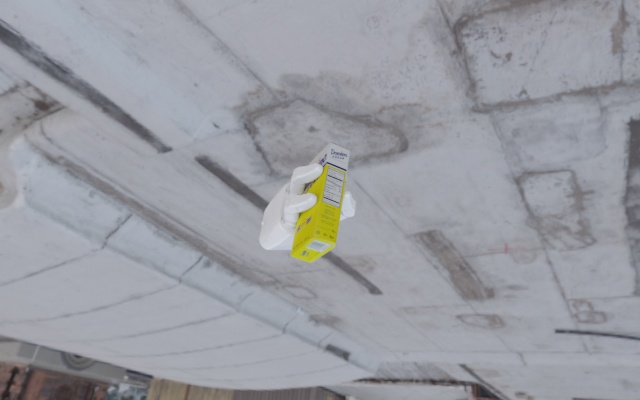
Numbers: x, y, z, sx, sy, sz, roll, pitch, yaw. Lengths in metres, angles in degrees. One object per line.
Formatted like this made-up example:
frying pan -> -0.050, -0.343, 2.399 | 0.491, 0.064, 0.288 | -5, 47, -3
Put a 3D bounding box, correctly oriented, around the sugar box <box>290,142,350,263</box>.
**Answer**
sugar box -> 0.000, 0.003, 0.774 | 0.048, 0.176, 0.093 | 19, -31, -20
